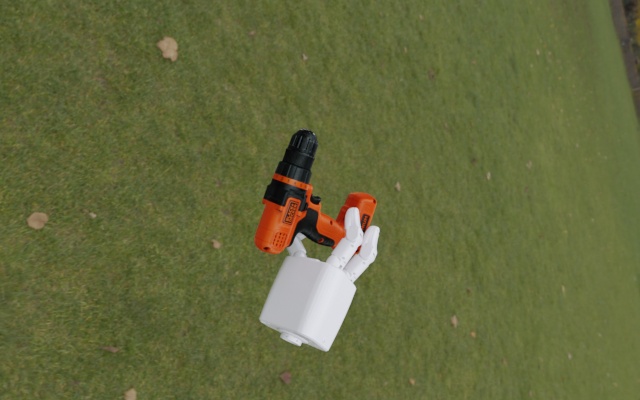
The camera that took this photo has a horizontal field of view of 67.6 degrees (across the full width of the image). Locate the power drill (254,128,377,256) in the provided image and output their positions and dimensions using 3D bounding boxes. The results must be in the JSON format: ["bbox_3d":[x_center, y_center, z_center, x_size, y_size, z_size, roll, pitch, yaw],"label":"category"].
[{"bbox_3d":[0.000,0.003,0.725,0.188,0.184,0.057,19,3,-40],"label":"power drill"}]
